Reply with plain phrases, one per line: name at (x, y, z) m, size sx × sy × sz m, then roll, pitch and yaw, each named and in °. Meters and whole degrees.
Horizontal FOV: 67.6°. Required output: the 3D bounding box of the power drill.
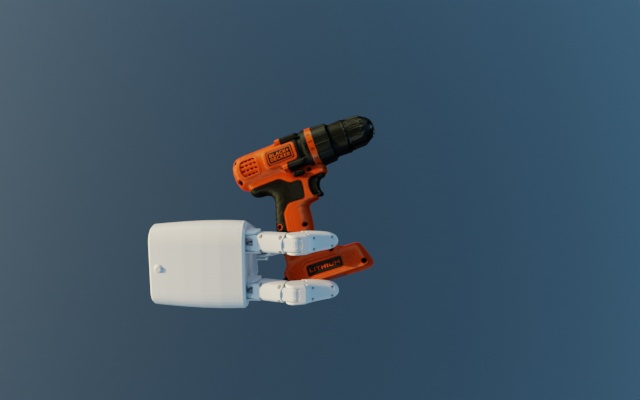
power drill at (0.000, 0.002, 0.583) m, size 0.184 × 0.187 × 0.057 m, roll -20°, pitch -14°, yaw 8°
